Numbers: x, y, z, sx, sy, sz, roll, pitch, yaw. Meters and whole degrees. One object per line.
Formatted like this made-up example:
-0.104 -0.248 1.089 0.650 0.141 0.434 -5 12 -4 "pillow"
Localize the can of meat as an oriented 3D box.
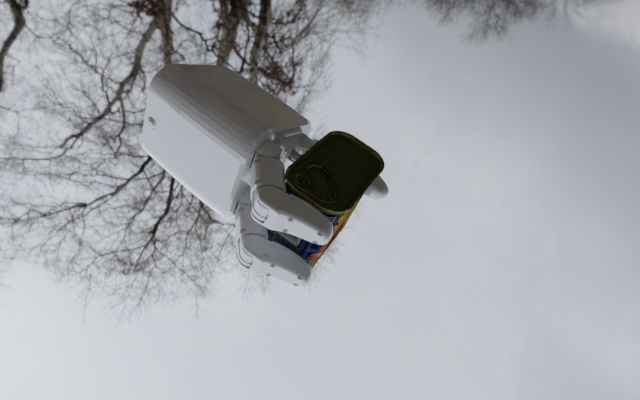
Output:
0.000 0.002 0.408 0.057 0.084 0.102 35 41 8 "can of meat"
